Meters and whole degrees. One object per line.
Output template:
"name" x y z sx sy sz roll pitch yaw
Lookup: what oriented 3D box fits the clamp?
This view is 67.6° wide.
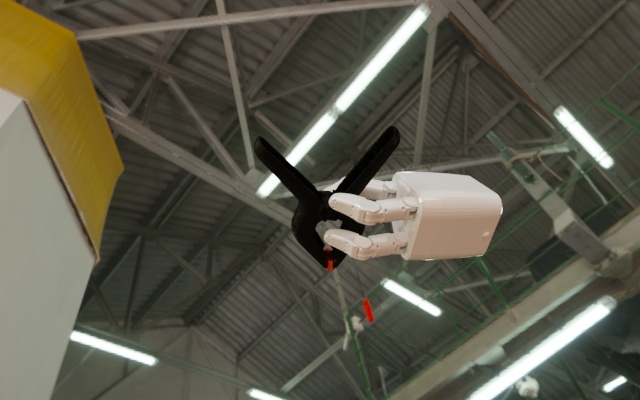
"clamp" 0.000 0.002 0.585 0.164 0.210 0.036 1 37 -9
